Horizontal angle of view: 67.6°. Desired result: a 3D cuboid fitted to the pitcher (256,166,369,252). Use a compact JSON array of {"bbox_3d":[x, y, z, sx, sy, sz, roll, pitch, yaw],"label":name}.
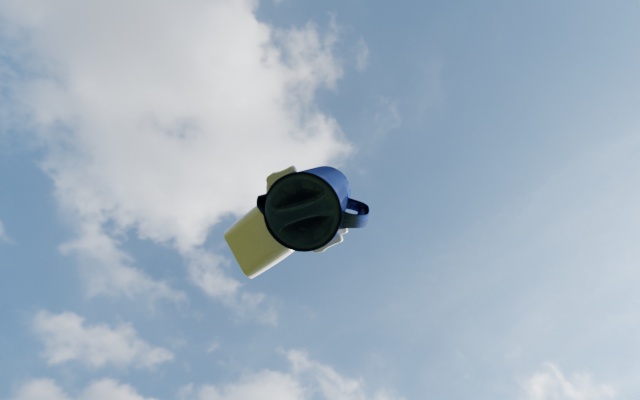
[{"bbox_3d":[0.000,0.003,0.885,0.145,0.149,0.243,-36,2,15],"label":"pitcher"}]
